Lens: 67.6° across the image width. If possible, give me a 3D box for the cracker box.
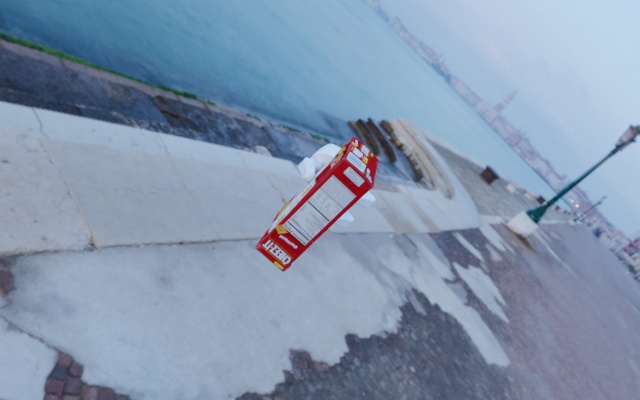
[{"bbox_3d":[0.000,0.002,0.809,0.214,0.072,0.164,-45,7,20],"label":"cracker box"}]
